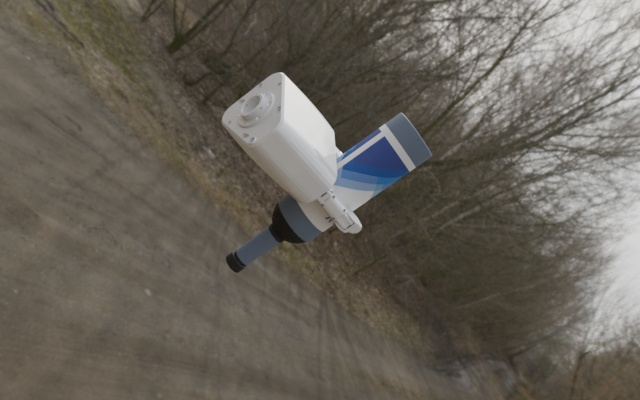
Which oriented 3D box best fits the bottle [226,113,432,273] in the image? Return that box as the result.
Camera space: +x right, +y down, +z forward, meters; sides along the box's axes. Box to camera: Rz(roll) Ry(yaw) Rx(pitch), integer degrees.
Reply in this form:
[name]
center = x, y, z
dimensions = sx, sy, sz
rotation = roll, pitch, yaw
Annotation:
[bottle]
center = 0.000, 0.002, 0.614
dimensions = 0.296, 0.069, 0.069
rotation = -35, -7, 10
